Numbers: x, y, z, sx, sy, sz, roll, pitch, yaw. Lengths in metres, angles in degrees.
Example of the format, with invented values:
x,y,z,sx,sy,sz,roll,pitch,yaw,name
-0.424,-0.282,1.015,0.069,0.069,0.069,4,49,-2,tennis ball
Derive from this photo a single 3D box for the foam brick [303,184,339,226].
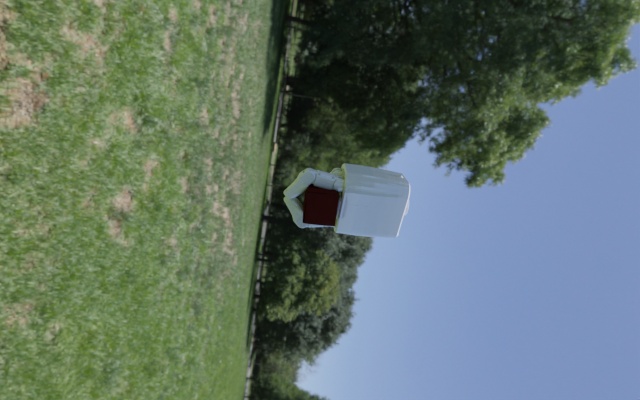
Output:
x,y,z,sx,sy,sz,roll,pitch,yaw,name
0.000,0.003,0.764,0.051,0.053,0.078,8,18,-4,foam brick
